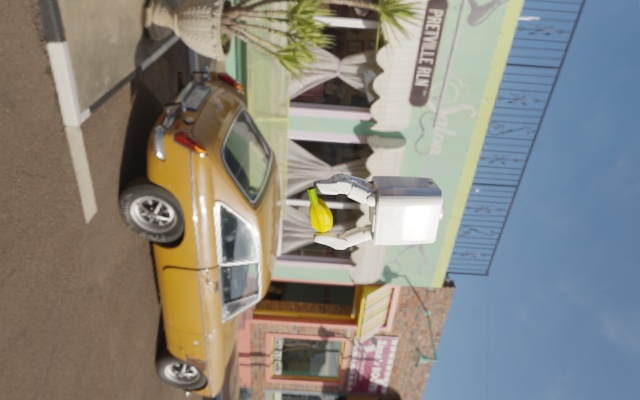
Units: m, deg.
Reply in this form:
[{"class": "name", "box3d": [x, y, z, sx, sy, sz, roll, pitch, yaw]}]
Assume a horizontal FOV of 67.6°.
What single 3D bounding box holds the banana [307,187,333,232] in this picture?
[{"class": "banana", "box3d": [0.001, 0.021, 0.826, 0.037, 0.069, 0.198, -4, -6, 0]}]
